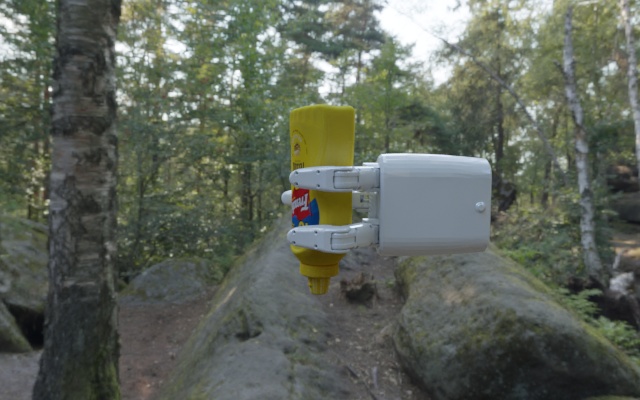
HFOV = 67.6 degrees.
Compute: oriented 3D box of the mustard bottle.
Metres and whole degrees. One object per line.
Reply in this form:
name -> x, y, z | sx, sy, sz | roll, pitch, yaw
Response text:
mustard bottle -> 0.000, 0.001, 0.493 | 0.058, 0.191, 0.096 | -2, 6, -24
